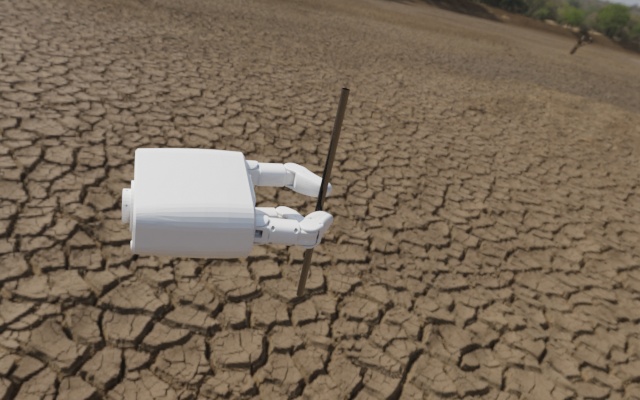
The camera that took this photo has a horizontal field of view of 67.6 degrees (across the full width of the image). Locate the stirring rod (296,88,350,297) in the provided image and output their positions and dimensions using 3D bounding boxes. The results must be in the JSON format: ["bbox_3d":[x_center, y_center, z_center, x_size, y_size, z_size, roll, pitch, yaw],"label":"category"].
[{"bbox_3d":[0.000,0.002,0.501,0.011,0.240,0.011,10,25,-5],"label":"stirring rod"}]
